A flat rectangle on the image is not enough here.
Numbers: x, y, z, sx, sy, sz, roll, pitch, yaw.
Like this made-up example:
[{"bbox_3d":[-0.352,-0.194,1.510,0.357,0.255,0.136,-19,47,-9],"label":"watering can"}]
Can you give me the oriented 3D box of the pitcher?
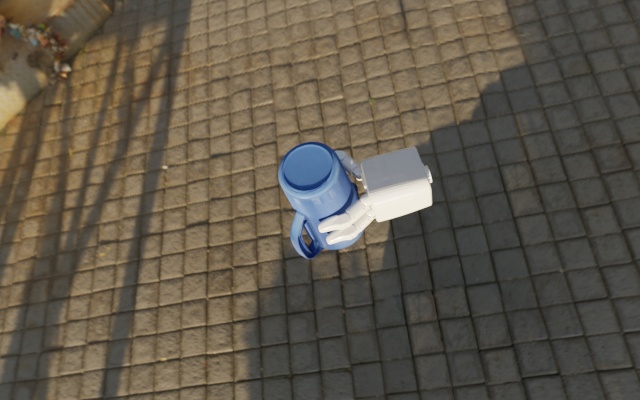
[{"bbox_3d":[0.000,0.003,0.891,0.145,0.149,0.243,-15,-26,7],"label":"pitcher"}]
